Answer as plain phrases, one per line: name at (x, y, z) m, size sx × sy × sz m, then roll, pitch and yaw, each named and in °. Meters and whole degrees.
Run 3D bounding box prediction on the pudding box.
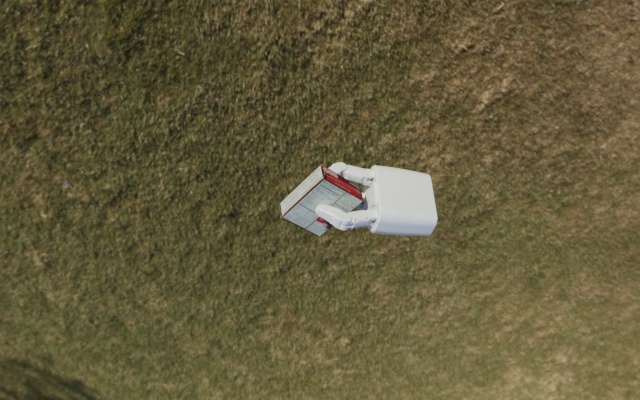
pudding box at (0.000, 0.003, 0.791) m, size 0.090 × 0.039 × 0.113 m, roll 29°, pitch -58°, yaw -31°
